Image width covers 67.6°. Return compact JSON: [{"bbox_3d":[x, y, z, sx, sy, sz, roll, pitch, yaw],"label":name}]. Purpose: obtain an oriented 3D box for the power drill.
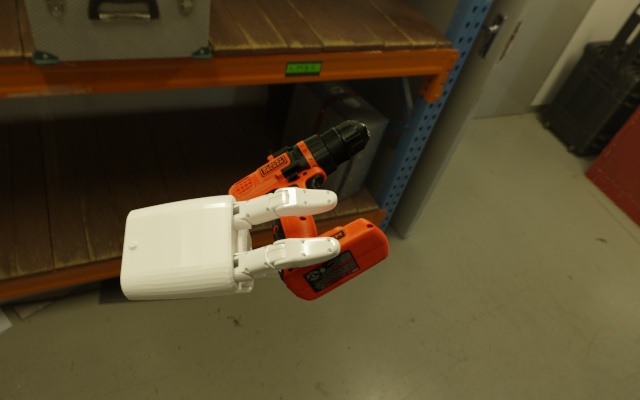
[{"bbox_3d":[0.000,0.002,0.519,0.184,0.057,0.187,-32,42,2],"label":"power drill"}]
